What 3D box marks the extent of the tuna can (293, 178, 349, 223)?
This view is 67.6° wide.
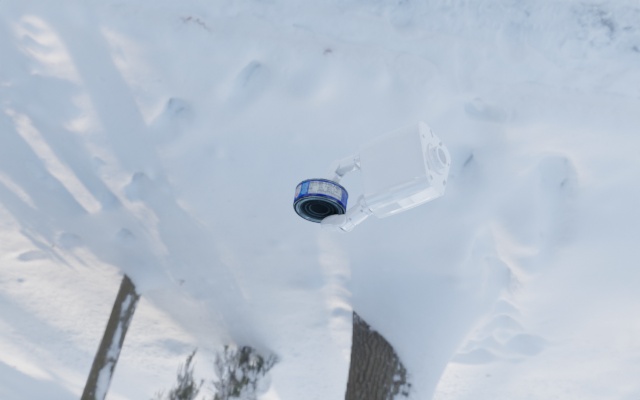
[{"bbox_3d":[0.000,0.003,0.755,0.086,0.033,0.086,7,-31,4],"label":"tuna can"}]
